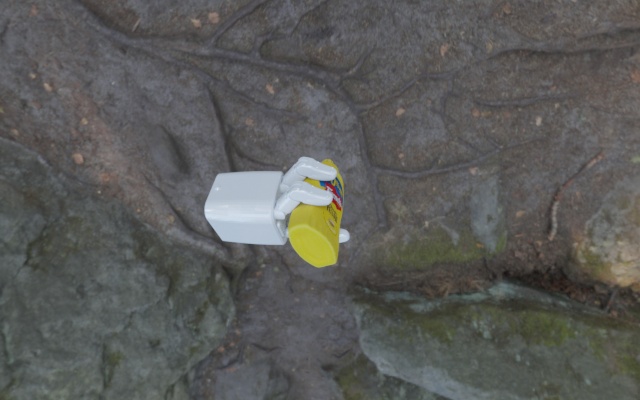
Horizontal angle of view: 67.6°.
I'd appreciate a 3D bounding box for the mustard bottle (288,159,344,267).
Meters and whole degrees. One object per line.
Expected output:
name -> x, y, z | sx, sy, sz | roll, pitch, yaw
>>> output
mustard bottle -> 0.000, 0.003, 0.743 | 0.058, 0.191, 0.096 | -18, -52, 25
